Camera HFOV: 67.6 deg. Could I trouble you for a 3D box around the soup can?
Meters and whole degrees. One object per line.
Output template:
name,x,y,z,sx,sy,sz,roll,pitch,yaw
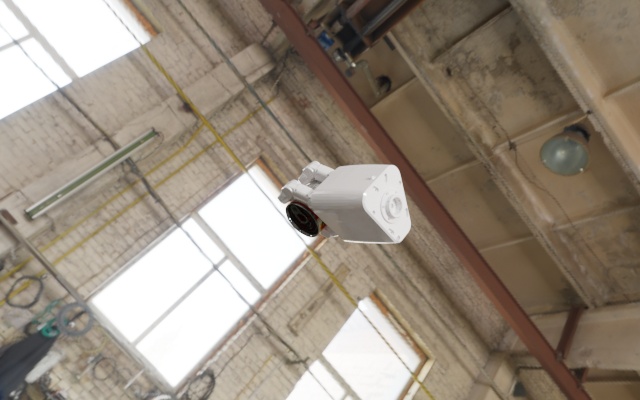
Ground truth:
soup can,0.000,0.002,0.785,0.068,0.068,0.102,0,36,48
